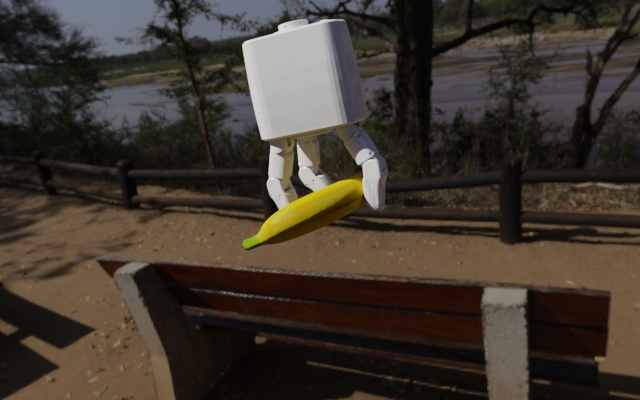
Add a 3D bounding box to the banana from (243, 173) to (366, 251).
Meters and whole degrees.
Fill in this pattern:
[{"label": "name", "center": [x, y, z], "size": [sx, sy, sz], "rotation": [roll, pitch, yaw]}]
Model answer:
[{"label": "banana", "center": [0.008, 0.002, 0.530], "size": [0.197, 0.037, 0.069], "rotation": [-24, 11, -32]}]
